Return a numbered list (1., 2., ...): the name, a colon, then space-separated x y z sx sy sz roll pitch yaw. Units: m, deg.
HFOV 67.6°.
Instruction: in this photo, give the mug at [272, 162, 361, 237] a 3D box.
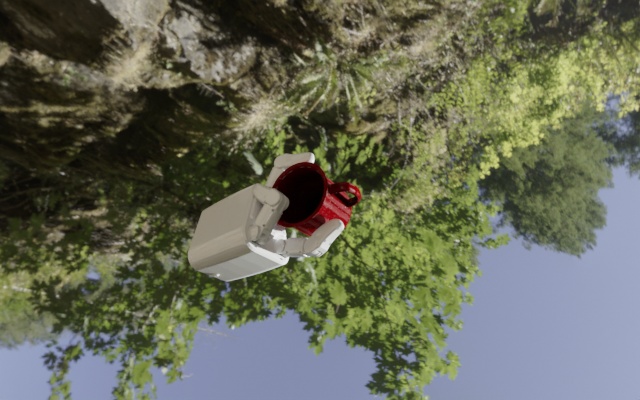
1. mug: 0.001 0.002 0.649 0.117 0.093 0.081 -19 -31 26
